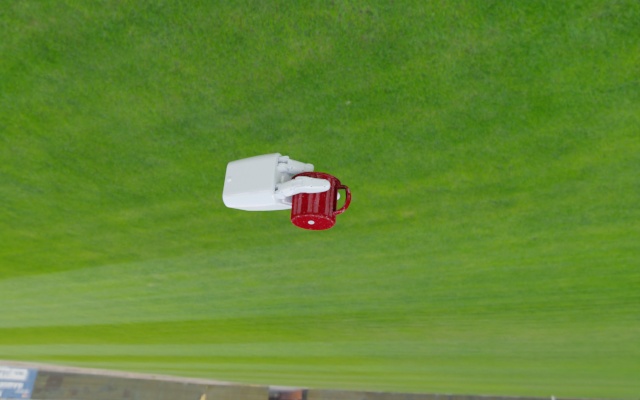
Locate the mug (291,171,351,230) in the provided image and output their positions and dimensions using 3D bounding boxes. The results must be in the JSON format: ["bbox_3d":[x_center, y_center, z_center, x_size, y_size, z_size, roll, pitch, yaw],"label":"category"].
[{"bbox_3d":[0.001,0.003,0.857,0.117,0.081,0.093,-6,-24,23],"label":"mug"}]
